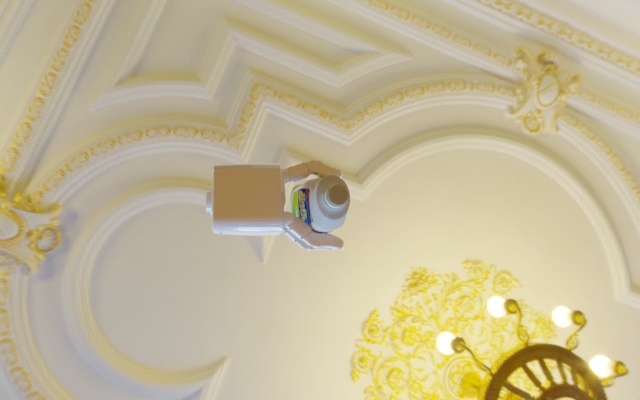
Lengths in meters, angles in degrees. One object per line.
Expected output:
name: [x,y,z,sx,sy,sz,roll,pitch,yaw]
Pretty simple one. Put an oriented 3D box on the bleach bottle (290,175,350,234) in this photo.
bleach bottle: [0.000,0.003,0.758,0.068,0.102,0.251,0,-9,-11]
